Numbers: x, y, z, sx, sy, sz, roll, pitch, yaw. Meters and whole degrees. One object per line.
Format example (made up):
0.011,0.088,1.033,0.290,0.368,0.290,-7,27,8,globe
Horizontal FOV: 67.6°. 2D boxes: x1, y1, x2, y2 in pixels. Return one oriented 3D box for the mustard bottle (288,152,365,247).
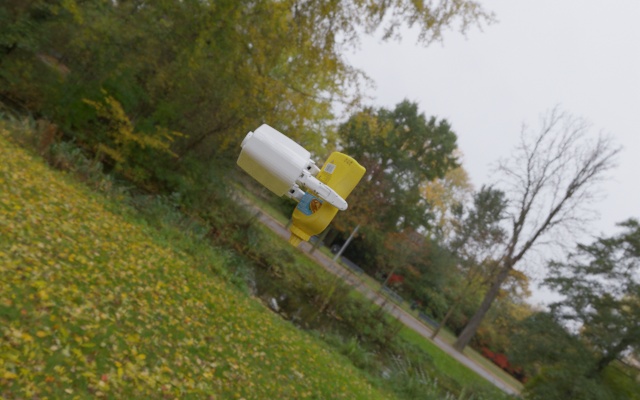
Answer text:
0.001,0.003,0.887,0.058,0.191,0.096,36,-3,-31,mustard bottle
